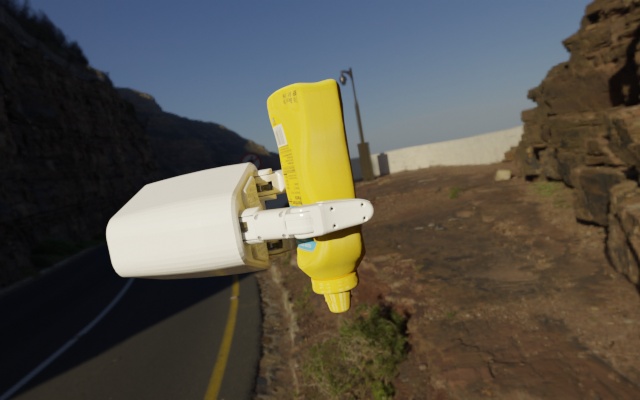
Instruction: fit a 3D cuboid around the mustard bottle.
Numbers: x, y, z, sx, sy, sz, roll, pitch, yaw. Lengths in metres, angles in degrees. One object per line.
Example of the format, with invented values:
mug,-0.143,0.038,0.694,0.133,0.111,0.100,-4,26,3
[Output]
mustard bottle,0.000,0.001,0.407,0.058,0.191,0.096,-12,5,-18
